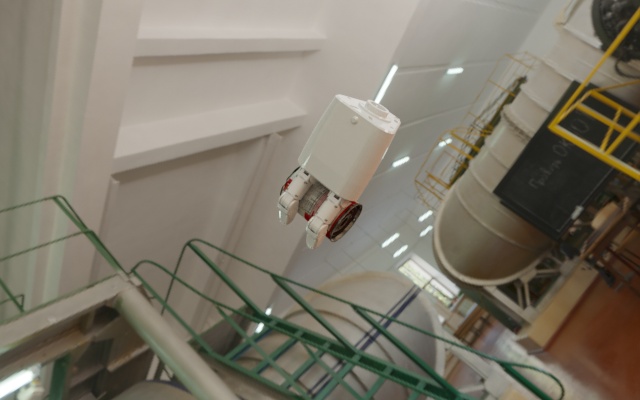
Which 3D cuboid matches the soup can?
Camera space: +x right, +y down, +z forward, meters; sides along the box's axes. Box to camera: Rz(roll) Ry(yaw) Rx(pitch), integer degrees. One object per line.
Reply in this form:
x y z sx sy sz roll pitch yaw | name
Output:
0.000 0.002 0.688 0.102 0.068 0.068 39 14 19 | soup can
